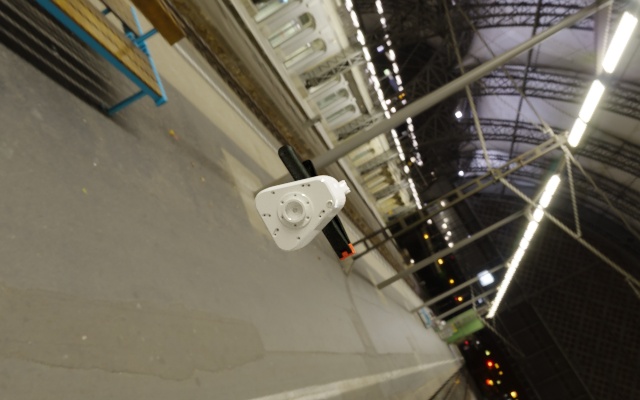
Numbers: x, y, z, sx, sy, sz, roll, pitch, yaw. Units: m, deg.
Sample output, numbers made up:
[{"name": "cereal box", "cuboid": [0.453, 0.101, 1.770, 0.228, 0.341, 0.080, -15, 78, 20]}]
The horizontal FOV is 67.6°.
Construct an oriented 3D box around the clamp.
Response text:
[{"name": "clamp", "cuboid": [0.001, 0.003, 0.832, 0.036, 0.210, 0.164, -29, -2, 10]}]
